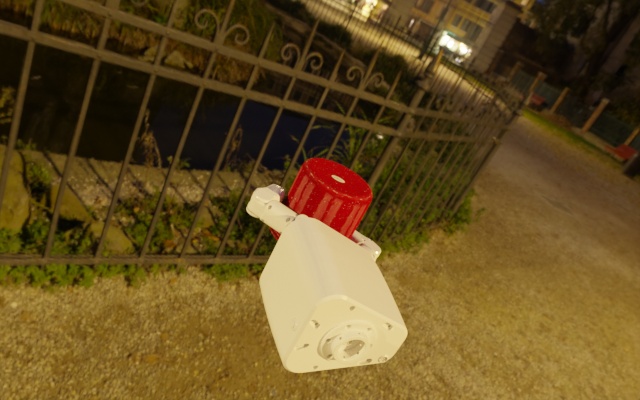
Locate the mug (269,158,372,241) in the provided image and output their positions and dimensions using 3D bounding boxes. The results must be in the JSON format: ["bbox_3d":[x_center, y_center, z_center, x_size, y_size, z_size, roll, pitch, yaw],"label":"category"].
[{"bbox_3d":[0.000,0.001,0.522,0.093,0.081,0.117,15,28,-26],"label":"mug"}]
